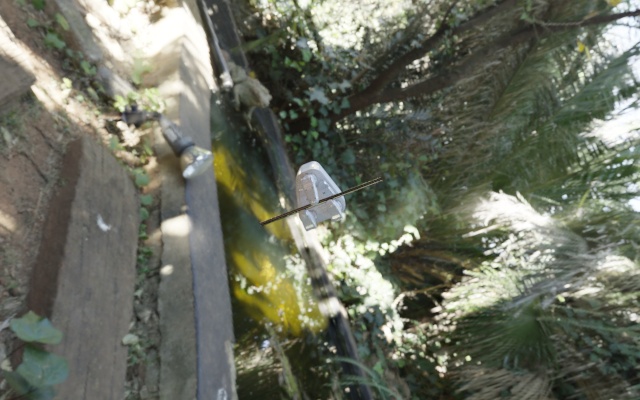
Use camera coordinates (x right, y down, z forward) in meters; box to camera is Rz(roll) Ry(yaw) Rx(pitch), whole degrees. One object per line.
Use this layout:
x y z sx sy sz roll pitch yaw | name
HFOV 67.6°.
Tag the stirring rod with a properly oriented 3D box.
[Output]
0.000 0.003 0.886 0.239 0.011 0.011 -21 -2 5 | stirring rod
